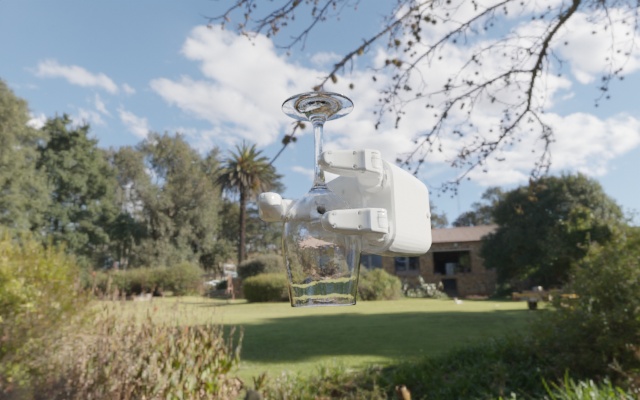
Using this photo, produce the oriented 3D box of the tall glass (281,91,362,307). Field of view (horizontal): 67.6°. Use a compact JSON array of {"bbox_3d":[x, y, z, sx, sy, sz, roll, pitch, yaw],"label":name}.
[{"bbox_3d":[0.000,0.001,0.468,0.079,0.201,0.079,-1,-12,0],"label":"tall glass"}]
